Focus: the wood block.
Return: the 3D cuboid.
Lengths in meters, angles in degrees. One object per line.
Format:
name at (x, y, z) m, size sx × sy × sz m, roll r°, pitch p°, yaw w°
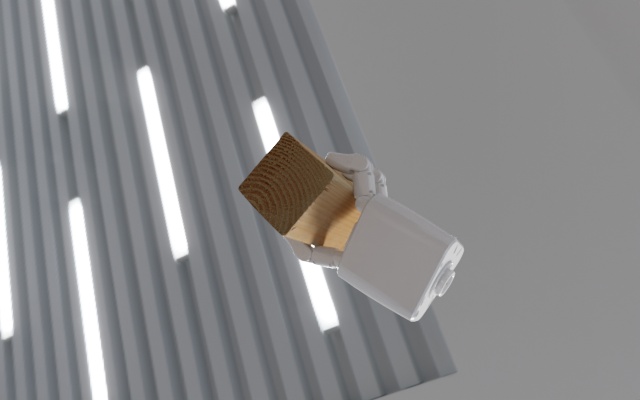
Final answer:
wood block at (0.000, 0.003, 0.622) m, size 0.090 × 0.091 × 0.206 m, roll 43°, pitch 6°, yaw 26°
